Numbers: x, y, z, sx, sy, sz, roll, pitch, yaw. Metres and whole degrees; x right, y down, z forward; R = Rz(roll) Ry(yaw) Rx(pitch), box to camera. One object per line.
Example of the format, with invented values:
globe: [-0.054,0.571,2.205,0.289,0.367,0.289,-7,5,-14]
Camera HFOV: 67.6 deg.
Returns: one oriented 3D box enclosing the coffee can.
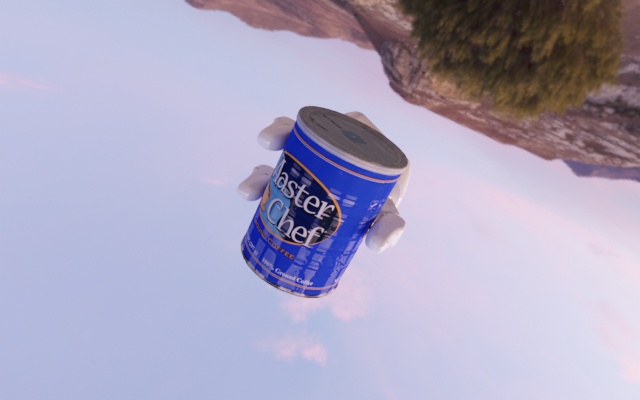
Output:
coffee can: [0.000,0.001,0.431,0.103,0.140,0.102,22,25,-11]
